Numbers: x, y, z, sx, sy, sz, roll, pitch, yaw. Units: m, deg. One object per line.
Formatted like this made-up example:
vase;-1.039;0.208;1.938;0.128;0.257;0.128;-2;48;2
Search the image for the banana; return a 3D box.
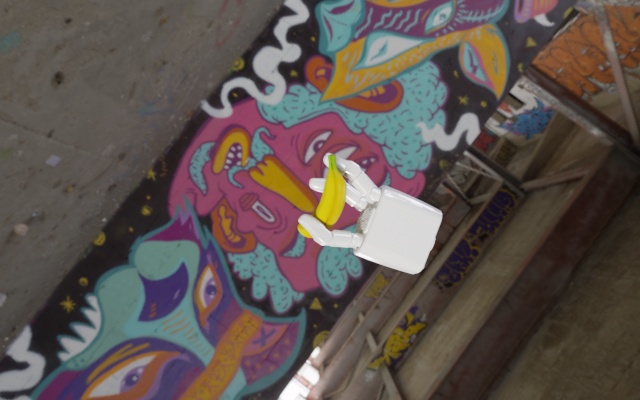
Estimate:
banana;0.003;0.016;0.762;0.037;0.069;0.198;5;-38;-19
